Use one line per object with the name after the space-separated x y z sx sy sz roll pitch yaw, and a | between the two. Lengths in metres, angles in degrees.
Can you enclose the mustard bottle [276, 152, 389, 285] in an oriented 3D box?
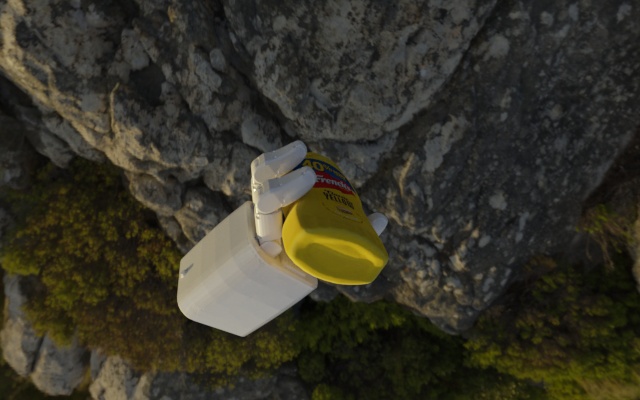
0.000 0.002 0.495 0.096 0.058 0.191 20 26 -23 | mustard bottle
